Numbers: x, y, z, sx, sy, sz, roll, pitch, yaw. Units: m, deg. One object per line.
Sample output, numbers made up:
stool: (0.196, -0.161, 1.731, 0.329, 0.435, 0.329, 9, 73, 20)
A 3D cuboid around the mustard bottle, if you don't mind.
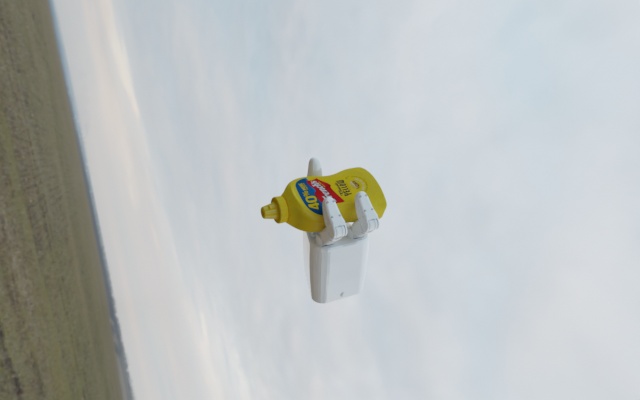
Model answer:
mustard bottle: (0.000, 0.002, 0.737, 0.191, 0.096, 0.058, -11, -37, -25)
